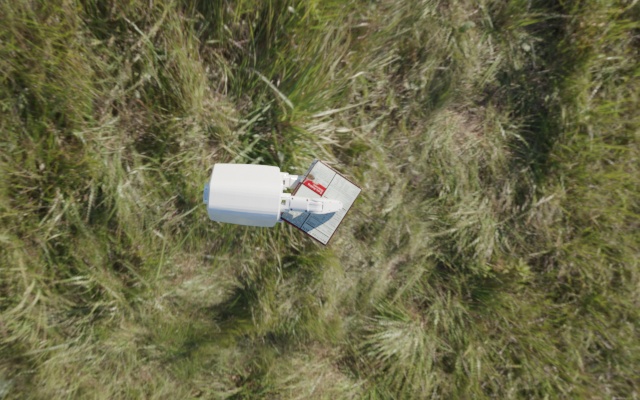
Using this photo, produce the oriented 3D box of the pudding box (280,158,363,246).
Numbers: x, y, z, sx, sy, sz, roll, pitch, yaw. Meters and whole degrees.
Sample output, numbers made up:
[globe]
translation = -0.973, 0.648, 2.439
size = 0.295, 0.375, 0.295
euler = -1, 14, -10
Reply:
[pudding box]
translation = 0.000, 0.002, 0.765
size = 0.090, 0.113, 0.039
euler = 33, 1, -9
